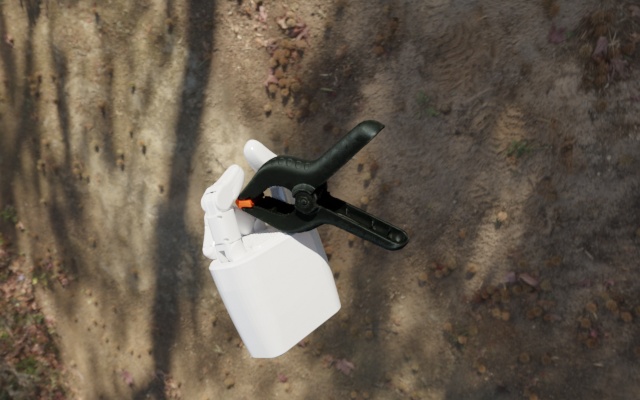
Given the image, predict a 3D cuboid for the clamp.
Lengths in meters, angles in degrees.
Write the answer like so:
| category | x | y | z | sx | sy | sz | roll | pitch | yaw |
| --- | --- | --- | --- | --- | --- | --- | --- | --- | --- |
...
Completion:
| category | x | y | z | sx | sy | sz | roll | pitch | yaw |
| --- | --- | --- | --- | --- | --- | --- | --- | --- | --- |
| clamp | 0.000 | 0.002 | 0.446 | 0.171 | 0.120 | 0.039 | -12 | 14 | 34 |
